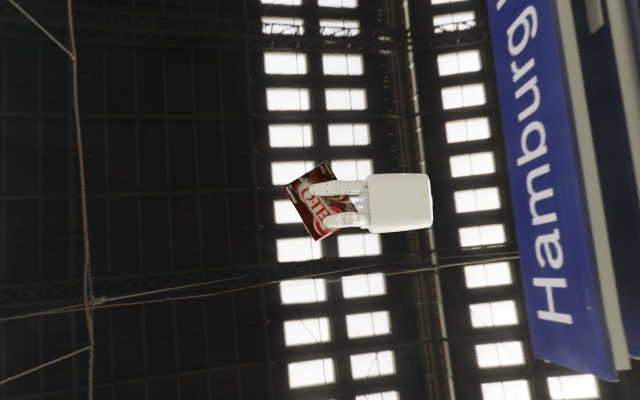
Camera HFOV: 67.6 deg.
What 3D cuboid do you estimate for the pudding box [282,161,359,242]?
[{"bbox_3d":[0.000,0.003,0.827,0.090,0.113,0.039,-31,-6,-5],"label":"pudding box"}]
